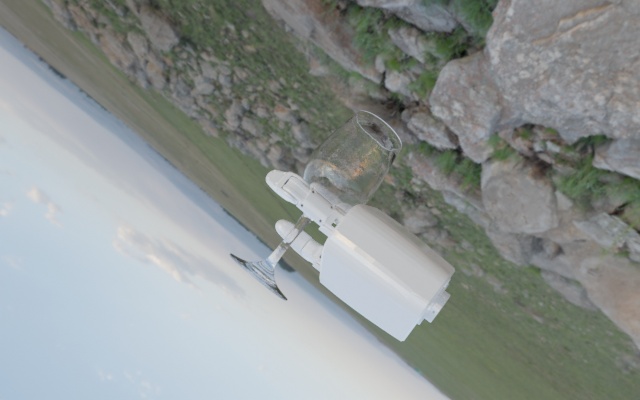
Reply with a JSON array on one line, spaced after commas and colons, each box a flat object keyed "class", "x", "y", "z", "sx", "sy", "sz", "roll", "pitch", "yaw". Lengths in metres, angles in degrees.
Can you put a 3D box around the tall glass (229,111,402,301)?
[{"class": "tall glass", "x": 0.000, "y": 0.002, "z": 0.492, "sx": 0.079, "sy": 0.201, "sz": 0.079, "roll": 38, "pitch": -9, "yaw": 7}]
